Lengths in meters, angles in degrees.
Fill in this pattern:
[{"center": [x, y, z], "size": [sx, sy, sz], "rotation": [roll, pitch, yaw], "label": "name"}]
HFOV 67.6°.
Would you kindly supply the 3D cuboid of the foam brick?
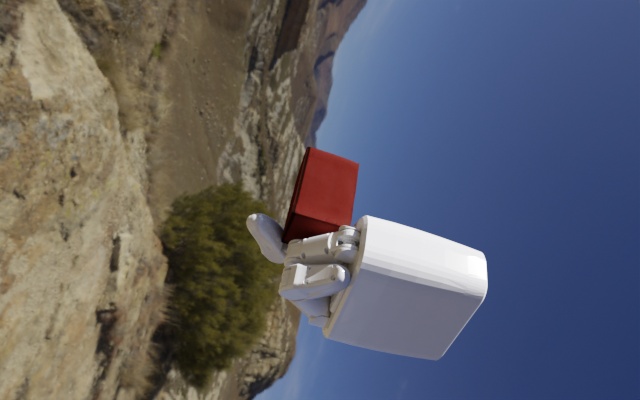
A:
[{"center": [0.000, 0.001, 0.434], "size": [0.051, 0.078, 0.053], "rotation": [16, -37, -6], "label": "foam brick"}]
